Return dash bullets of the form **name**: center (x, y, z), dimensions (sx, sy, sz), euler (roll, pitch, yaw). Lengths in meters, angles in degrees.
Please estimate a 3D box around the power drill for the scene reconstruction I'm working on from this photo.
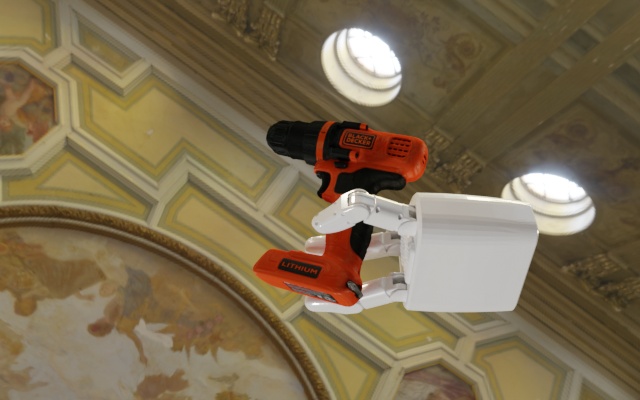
- **power drill**: center (0.000, 0.002, 0.493), dimensions (0.184, 0.187, 0.057), euler (11, -20, 25)
